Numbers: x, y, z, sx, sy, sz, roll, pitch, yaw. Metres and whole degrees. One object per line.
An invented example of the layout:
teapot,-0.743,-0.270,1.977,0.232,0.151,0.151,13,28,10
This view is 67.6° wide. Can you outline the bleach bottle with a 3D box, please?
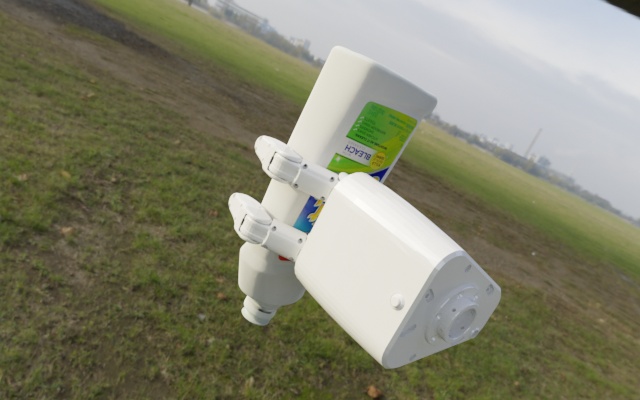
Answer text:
bleach bottle,0.000,0.001,0.424,0.102,0.251,0.068,14,19,-42
